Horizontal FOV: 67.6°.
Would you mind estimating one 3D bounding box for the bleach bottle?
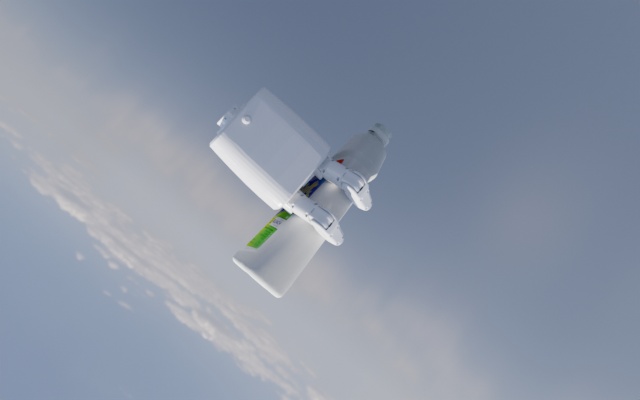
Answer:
[{"bbox_3d":[0.000,0.002,0.602,0.068,0.251,0.102,44,-13,-15],"label":"bleach bottle"}]
